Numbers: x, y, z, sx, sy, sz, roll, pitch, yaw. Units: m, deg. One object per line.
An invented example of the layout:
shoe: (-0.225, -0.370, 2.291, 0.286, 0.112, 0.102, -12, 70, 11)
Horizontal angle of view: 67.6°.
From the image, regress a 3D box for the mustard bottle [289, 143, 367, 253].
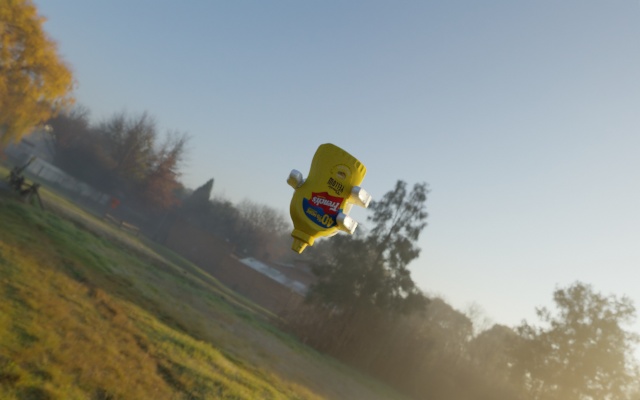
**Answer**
mustard bottle: (0.000, 0.002, 0.830, 0.096, 0.191, 0.058, 33, -12, -25)
